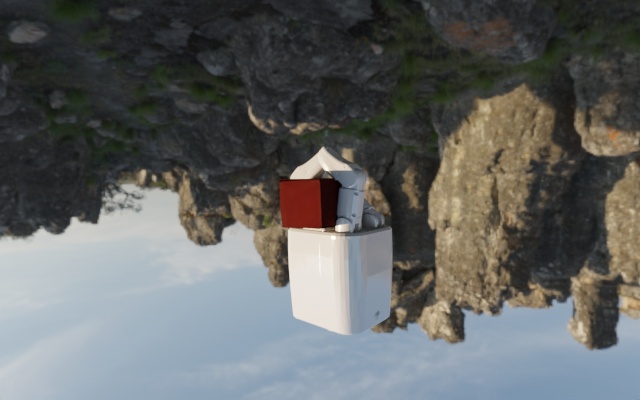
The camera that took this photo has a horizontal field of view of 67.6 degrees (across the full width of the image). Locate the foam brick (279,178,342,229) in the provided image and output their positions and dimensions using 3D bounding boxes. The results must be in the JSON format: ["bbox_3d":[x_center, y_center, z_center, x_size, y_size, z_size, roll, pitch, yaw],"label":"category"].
[{"bbox_3d":[0.000,0.002,0.515,0.053,0.051,0.078,1,3,34],"label":"foam brick"}]
